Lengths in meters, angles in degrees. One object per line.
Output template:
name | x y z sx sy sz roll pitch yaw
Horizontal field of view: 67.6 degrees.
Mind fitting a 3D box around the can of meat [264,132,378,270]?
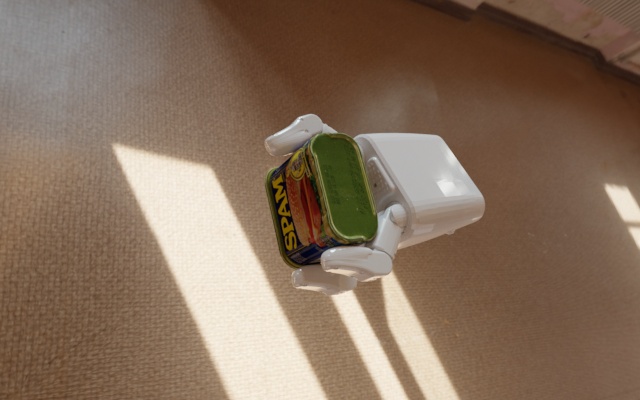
can of meat | 0.000 0.001 0.421 0.057 0.102 0.084 -4 -18 -34
